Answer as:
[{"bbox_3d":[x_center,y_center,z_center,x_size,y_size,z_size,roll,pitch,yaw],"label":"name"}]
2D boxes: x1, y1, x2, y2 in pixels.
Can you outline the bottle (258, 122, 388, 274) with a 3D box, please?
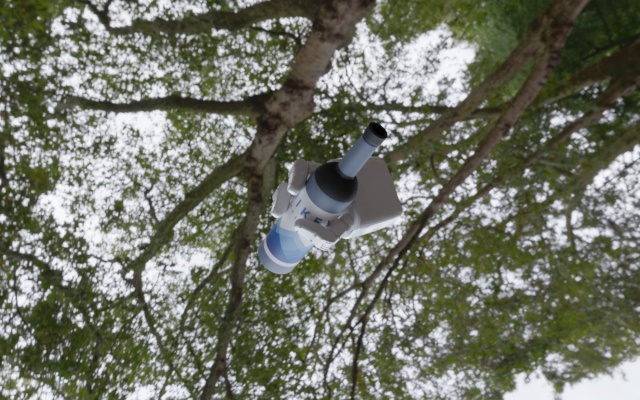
[{"bbox_3d":[0.000,0.002,0.670,0.069,0.069,0.296,0,-36,-36],"label":"bottle"}]
